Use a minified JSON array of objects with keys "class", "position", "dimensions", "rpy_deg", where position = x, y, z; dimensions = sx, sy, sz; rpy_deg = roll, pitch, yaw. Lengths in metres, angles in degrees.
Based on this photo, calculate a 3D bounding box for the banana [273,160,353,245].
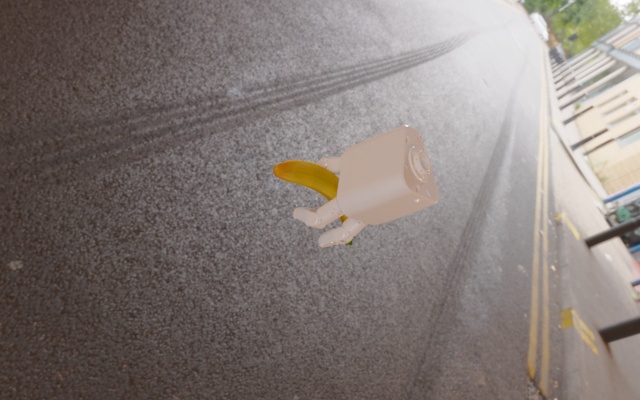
[{"class":"banana","position":[0.009,-0.011,0.723],"dimensions":[0.037,0.069,0.198],"rpy_deg":[-7,-41,43]}]
